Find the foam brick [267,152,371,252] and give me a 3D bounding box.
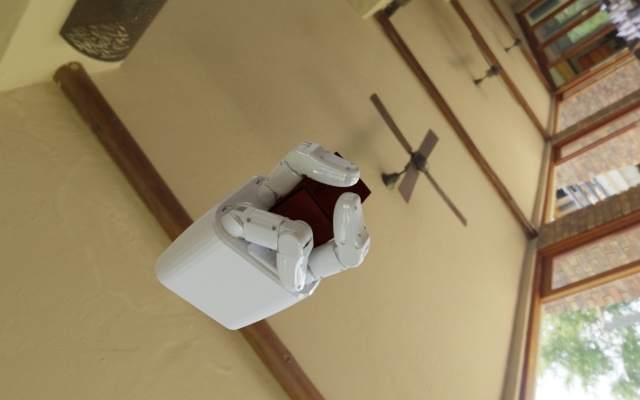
[{"bbox_3d":[0.000,0.001,0.426,0.051,0.053,0.078,-35,7,35],"label":"foam brick"}]
